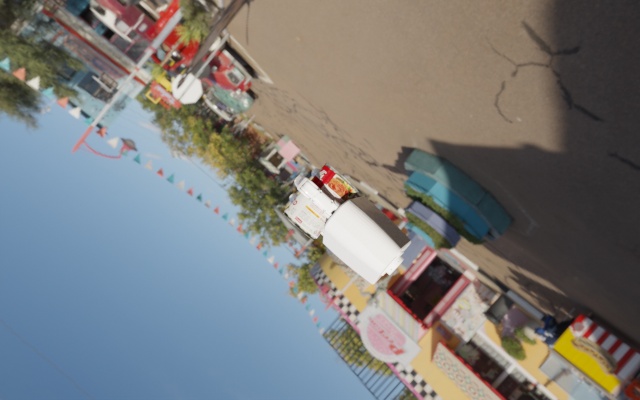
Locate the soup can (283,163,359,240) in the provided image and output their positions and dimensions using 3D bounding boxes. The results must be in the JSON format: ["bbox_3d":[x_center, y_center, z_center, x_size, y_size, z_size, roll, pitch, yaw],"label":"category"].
[{"bbox_3d":[0.000,0.002,0.736,0.068,0.102,0.068,41,0,0],"label":"soup can"}]
